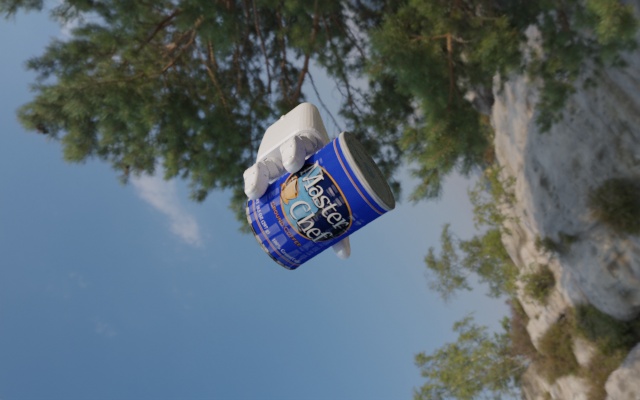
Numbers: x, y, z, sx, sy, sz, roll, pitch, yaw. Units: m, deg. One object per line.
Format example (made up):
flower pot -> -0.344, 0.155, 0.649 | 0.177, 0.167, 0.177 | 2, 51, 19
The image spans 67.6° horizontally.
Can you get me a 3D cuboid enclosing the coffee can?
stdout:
coffee can -> 0.000, 0.002, 0.551 | 0.140, 0.103, 0.103 | -33, -11, 17
